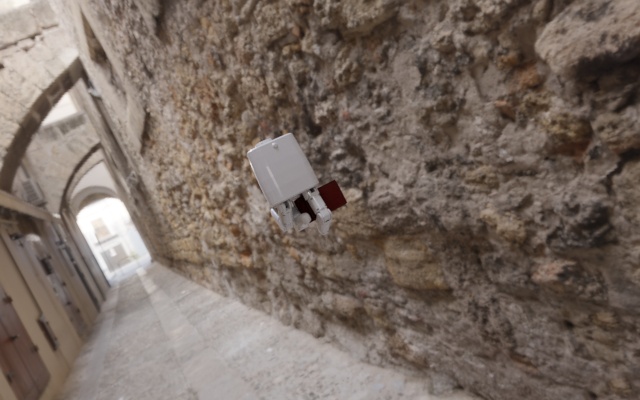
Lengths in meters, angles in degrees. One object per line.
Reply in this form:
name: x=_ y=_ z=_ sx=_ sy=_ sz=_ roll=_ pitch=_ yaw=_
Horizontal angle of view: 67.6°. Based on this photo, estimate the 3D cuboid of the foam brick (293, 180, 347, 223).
foam brick: x=0.000 y=0.003 z=0.895 sx=0.078 sy=0.051 sz=0.053 roll=-27 pitch=-2 yaw=-22
